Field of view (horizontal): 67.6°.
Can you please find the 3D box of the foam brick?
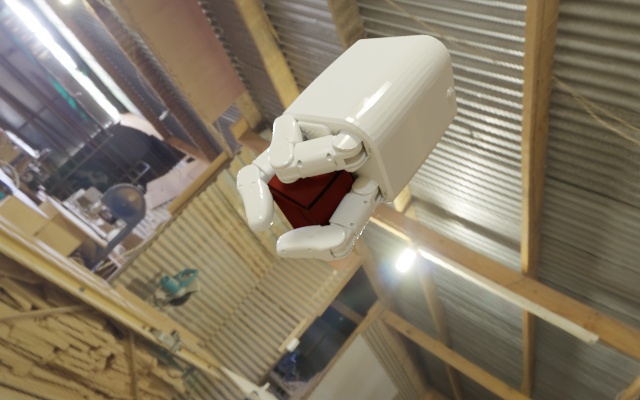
[{"bbox_3d":[0.000,0.002,0.408,0.053,0.051,0.078,28,-21,35],"label":"foam brick"}]
